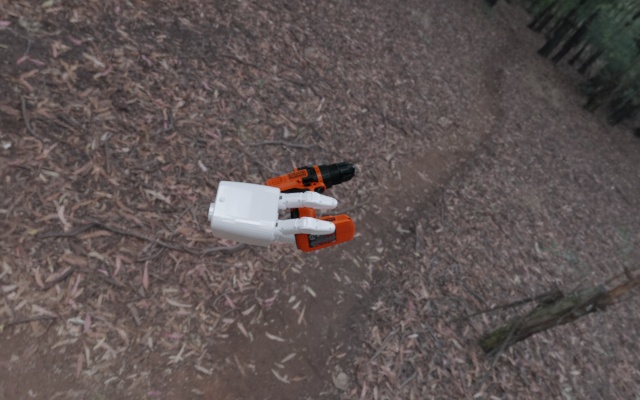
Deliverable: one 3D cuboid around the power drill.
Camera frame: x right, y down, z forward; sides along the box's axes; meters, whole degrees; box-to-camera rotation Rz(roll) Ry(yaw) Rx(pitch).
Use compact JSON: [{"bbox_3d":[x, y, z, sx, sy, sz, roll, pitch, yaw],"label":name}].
[{"bbox_3d":[0.000,0.003,0.896,0.184,0.057,0.187,-16,41,-8],"label":"power drill"}]
